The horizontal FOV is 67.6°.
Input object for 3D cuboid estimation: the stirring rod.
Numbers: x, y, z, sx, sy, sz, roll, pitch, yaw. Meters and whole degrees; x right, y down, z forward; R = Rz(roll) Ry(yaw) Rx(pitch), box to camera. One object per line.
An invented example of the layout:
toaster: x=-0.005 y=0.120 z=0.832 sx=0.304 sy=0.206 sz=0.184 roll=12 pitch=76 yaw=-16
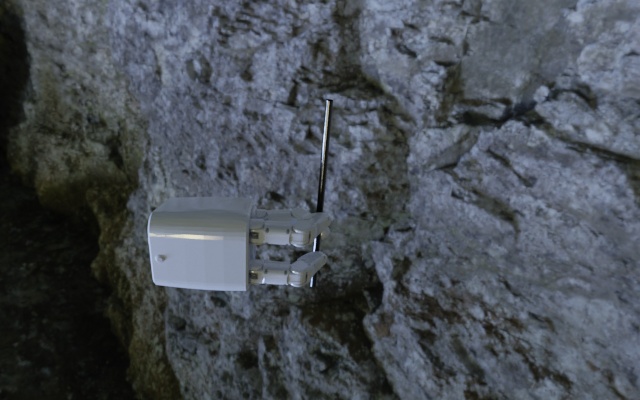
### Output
stirring rod: x=0.000 y=0.002 z=0.552 sx=0.011 sy=0.240 sz=0.011 roll=4 pitch=28 yaw=-2
